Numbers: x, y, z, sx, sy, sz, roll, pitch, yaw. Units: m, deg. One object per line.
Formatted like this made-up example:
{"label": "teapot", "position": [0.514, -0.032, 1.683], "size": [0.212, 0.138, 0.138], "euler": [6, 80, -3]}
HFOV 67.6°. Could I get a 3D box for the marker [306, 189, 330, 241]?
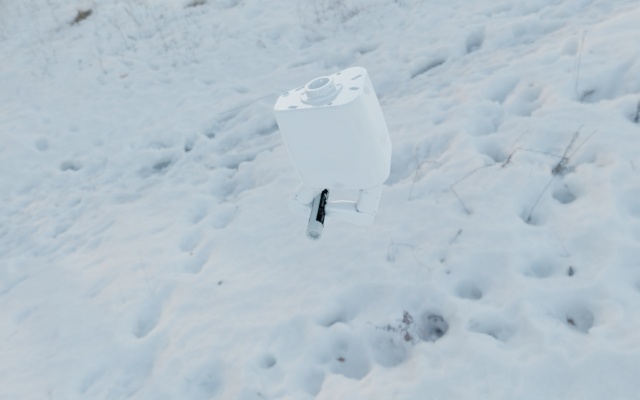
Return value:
{"label": "marker", "position": [0.000, 0.002, 0.597], "size": [0.020, 0.020, 0.121], "euler": [0, 39, 10]}
